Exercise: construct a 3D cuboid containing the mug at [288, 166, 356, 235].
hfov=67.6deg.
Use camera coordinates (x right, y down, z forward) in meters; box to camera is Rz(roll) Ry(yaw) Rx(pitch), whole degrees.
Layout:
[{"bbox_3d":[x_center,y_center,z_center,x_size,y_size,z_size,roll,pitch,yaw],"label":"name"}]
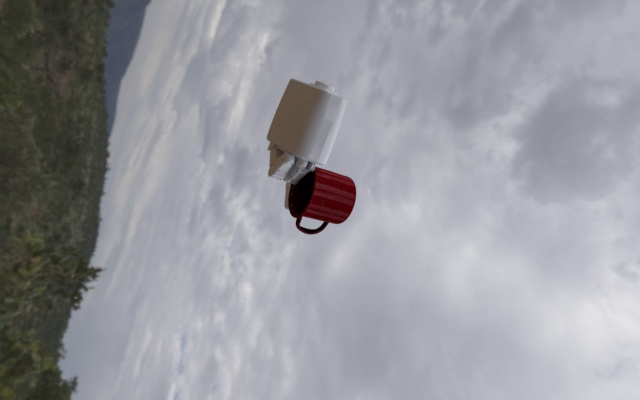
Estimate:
[{"bbox_3d":[0.000,0.004,0.773,0.081,0.117,0.093,15,13,-26],"label":"mug"}]
